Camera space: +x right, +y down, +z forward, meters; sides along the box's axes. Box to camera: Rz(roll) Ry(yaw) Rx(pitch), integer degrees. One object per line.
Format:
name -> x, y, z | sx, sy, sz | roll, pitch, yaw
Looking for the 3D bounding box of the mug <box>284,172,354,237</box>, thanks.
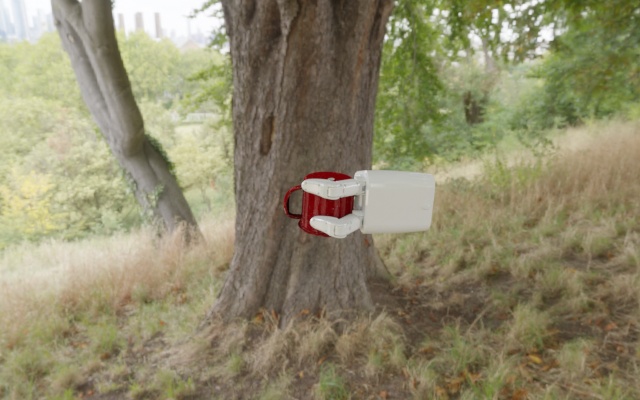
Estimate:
mug -> -0.001, 0.002, 0.757 | 0.117, 0.081, 0.093 | 1, 20, -5
